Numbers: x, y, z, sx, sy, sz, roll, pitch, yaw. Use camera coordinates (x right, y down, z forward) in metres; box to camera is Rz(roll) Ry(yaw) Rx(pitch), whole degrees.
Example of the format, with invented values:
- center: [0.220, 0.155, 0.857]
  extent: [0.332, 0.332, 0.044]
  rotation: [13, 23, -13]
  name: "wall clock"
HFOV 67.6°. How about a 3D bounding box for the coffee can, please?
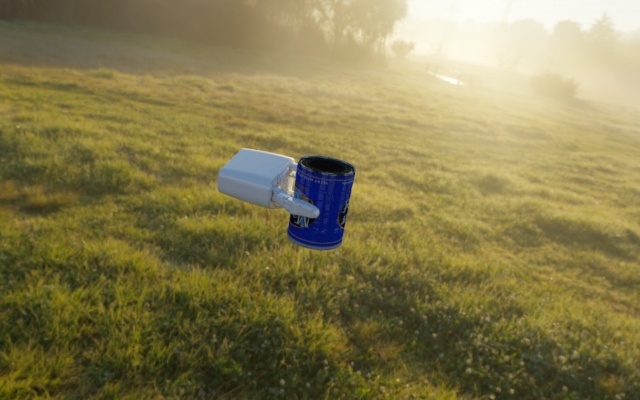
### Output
- center: [0.000, 0.003, 0.842]
  extent: [0.103, 0.140, 0.102]
  rotation: [8, 20, -3]
  name: "coffee can"
